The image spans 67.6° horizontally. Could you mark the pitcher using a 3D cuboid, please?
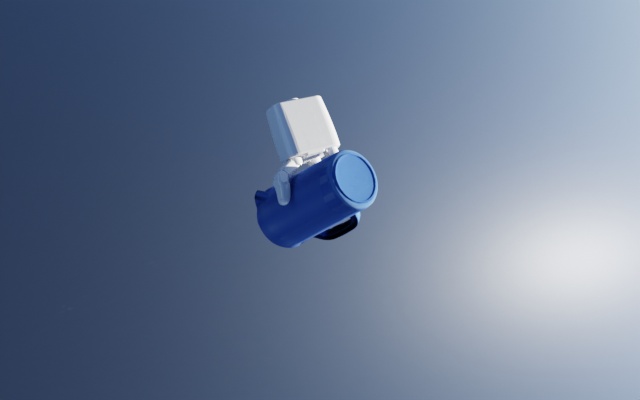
[{"bbox_3d":[0.000,0.003,0.897,0.149,0.145,0.243,-15,-8,-39],"label":"pitcher"}]
